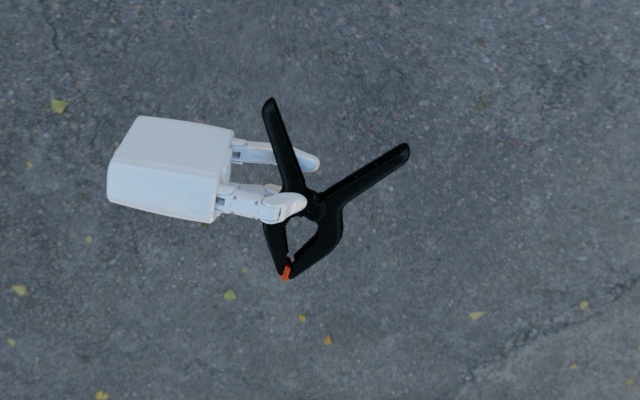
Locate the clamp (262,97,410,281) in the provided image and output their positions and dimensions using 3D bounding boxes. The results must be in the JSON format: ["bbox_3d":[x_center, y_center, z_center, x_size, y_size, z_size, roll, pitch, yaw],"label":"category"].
[{"bbox_3d":[0.000,0.003,0.541,0.164,0.210,0.036,12,24,-3],"label":"clamp"}]
